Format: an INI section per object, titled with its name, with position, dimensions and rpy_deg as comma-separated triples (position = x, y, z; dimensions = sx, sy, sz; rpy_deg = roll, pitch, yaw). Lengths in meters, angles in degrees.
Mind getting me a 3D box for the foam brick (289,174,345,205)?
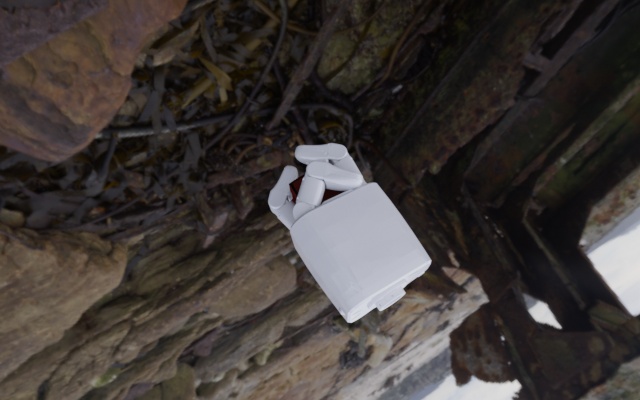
[foam brick]
position = 0.000, 0.002, 0.563
dimensions = 0.053, 0.051, 0.078
rpy_deg = -32, -20, -10
